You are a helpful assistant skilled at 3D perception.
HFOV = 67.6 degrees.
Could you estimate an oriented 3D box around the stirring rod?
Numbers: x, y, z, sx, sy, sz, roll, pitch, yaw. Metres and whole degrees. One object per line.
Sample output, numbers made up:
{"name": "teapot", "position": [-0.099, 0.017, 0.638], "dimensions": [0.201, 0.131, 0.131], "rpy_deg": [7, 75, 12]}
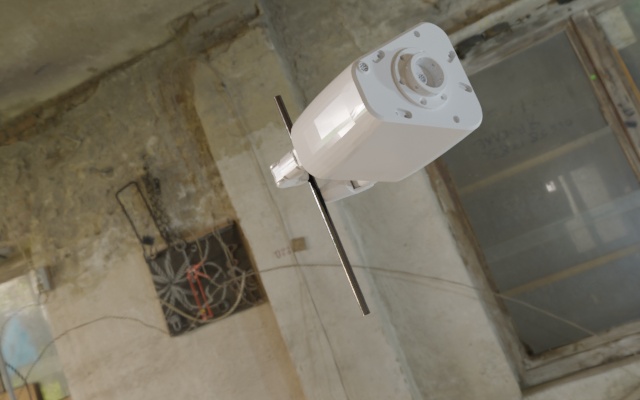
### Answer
{"name": "stirring rod", "position": [0.000, 0.001, 0.485], "dimensions": [0.011, 0.239, 0.011], "rpy_deg": [-22, -8, -3]}
